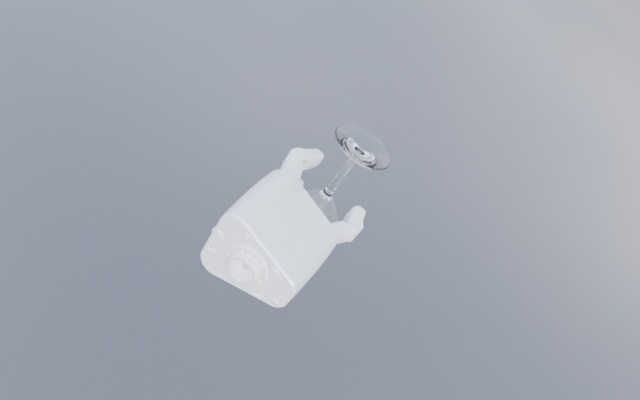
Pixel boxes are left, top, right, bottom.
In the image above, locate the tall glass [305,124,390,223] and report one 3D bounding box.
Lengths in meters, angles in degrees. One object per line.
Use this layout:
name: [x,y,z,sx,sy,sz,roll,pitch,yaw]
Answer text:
tall glass: [0.001,0.002,0.604,0.079,0.079,0.201,0,-40,-39]
